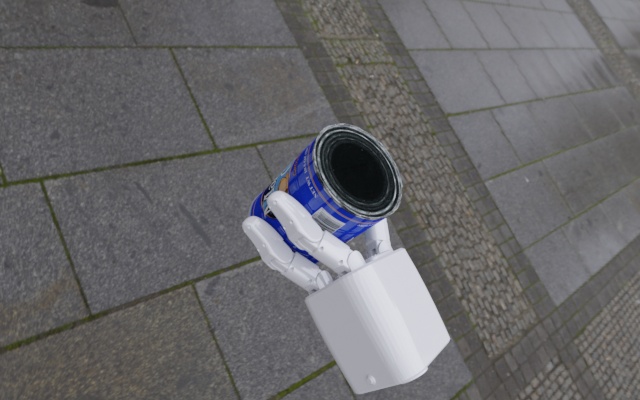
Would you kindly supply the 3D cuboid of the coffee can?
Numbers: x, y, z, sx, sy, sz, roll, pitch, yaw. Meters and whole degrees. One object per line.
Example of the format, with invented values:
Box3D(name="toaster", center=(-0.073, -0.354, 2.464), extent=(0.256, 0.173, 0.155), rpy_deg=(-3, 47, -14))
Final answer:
Box3D(name="coffee can", center=(0.000, 0.002, 0.495), extent=(0.103, 0.102, 0.140), rpy_deg=(0, -26, -36))
